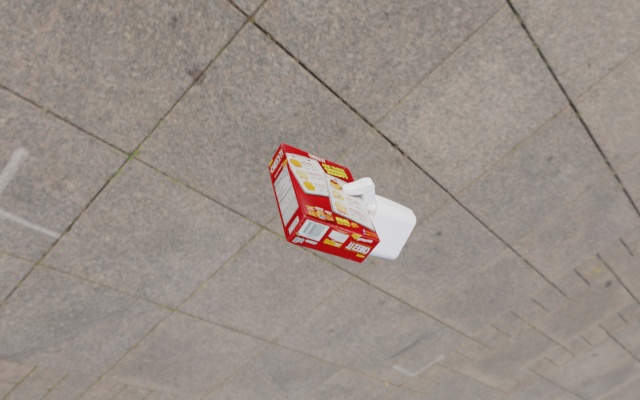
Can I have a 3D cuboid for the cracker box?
[{"bbox_3d":[0.000,0.003,0.883,0.164,0.072,0.213,19,32,-30],"label":"cracker box"}]
